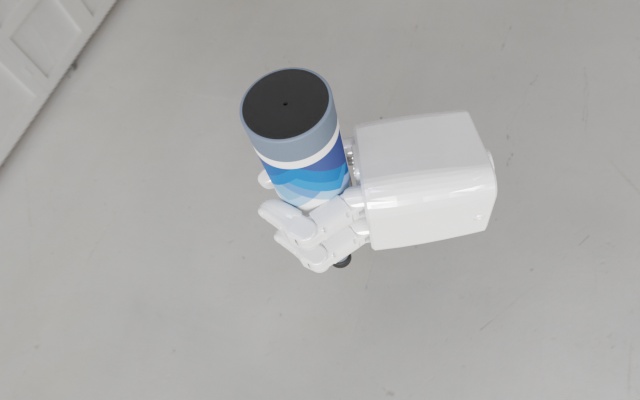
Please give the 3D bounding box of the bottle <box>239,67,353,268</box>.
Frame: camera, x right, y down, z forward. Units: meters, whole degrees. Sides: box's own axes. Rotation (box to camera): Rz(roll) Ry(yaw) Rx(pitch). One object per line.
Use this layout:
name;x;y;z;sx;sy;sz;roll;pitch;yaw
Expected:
bottle;0.000;0.001;0.458;0.069;0.069;0.296;0;-28;11
